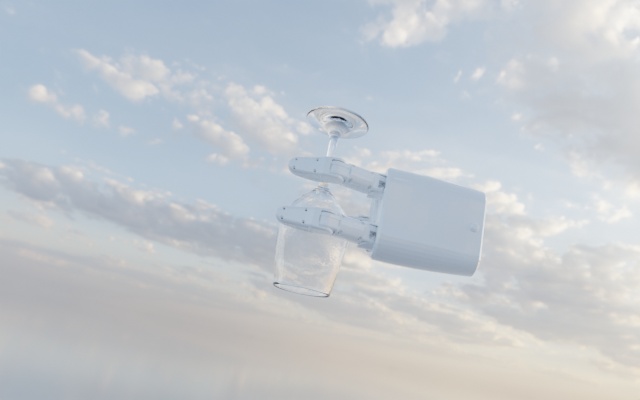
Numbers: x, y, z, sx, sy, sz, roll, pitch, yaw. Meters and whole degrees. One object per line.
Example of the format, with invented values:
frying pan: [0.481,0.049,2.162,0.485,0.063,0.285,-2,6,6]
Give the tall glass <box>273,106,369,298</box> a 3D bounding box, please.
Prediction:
tall glass: [0.000,0.001,0.529,0.079,0.201,0.079,12,-17,4]
